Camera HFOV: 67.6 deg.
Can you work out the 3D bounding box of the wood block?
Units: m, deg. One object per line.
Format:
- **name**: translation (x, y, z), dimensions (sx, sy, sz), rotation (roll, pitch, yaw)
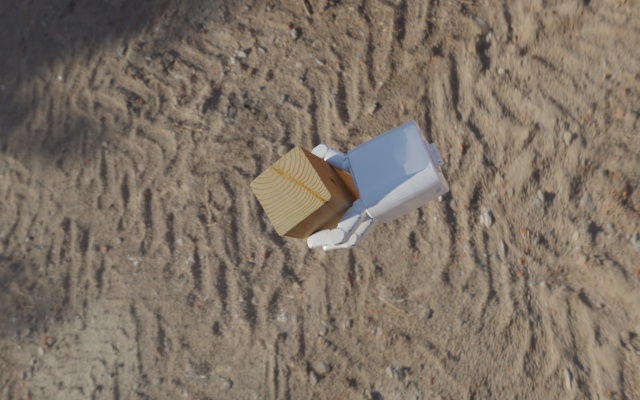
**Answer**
- **wood block**: translation (0.000, 0.002, 0.711), dimensions (0.090, 0.090, 0.206), rotation (-37, -21, 14)
